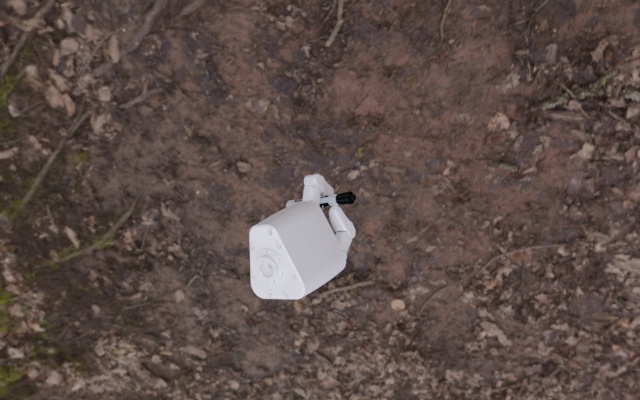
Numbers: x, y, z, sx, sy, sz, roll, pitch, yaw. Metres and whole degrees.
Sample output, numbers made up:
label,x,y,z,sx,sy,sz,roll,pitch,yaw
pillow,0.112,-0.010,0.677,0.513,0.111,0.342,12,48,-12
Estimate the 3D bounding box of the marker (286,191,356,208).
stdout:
label,x,y,z,sx,sy,sz,roll,pitch,yaw
marker,0.000,0.002,0.722,0.121,0.020,0.020,-8,-5,35
